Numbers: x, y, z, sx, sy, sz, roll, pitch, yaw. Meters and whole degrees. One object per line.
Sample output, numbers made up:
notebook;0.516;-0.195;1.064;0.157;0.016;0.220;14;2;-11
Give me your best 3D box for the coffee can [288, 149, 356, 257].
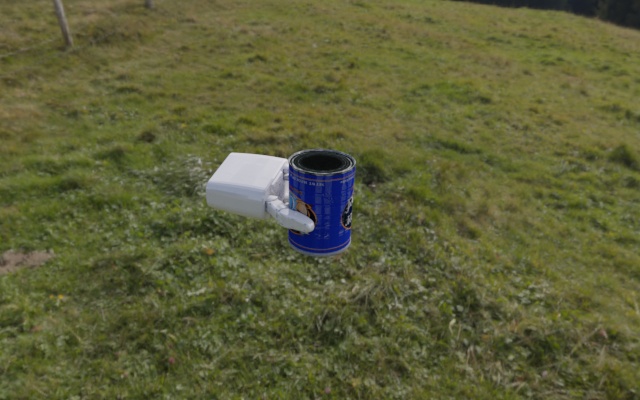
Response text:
coffee can;0.000;0.003;0.748;0.103;0.140;0.102;2;26;-1
